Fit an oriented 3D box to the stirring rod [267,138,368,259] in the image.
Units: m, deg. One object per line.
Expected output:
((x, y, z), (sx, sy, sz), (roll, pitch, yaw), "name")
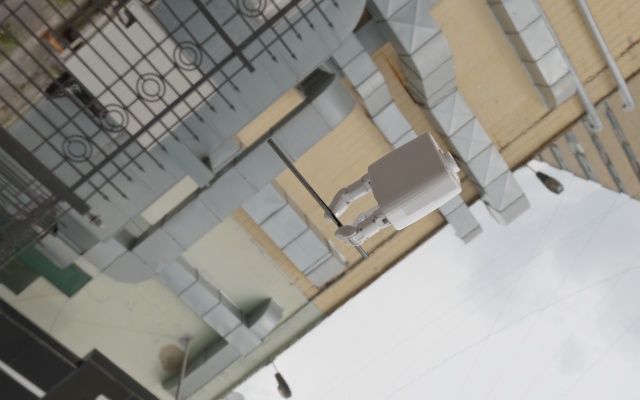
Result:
((0.000, 0.002, 0.708), (0.011, 0.239, 0.011), (-34, 21, 15), "stirring rod")
